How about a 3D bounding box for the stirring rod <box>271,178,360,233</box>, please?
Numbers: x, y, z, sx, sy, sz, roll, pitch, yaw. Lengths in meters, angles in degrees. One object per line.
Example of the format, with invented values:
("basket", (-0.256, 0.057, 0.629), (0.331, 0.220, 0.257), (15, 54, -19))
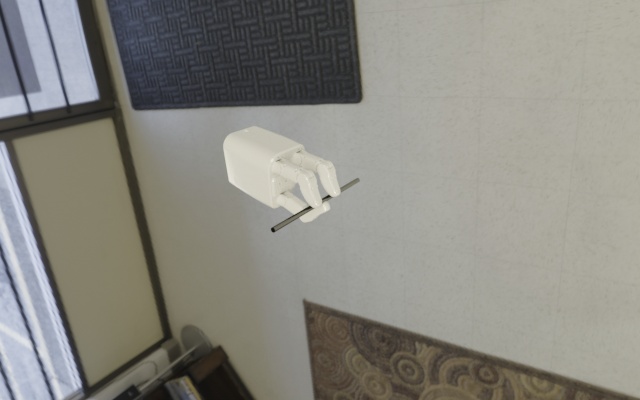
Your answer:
("stirring rod", (0.000, 0.002, 0.766), (0.011, 0.011, 0.239), (0, 19, 36))
